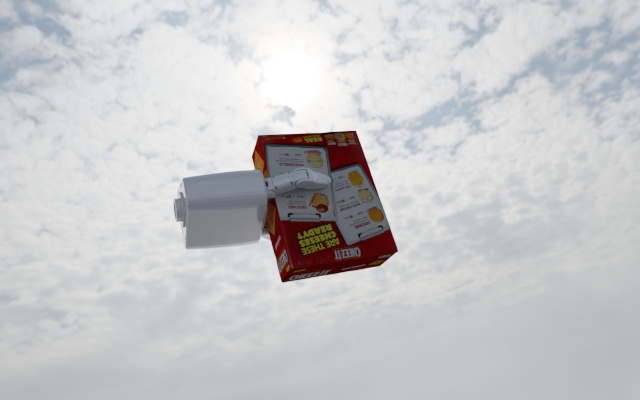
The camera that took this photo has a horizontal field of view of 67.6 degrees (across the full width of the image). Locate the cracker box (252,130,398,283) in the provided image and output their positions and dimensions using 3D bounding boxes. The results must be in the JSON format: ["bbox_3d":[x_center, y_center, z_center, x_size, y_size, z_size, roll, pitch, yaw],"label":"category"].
[{"bbox_3d":[0.000,0.002,0.713,0.164,0.213,0.072,-6,-26,-22],"label":"cracker box"}]
